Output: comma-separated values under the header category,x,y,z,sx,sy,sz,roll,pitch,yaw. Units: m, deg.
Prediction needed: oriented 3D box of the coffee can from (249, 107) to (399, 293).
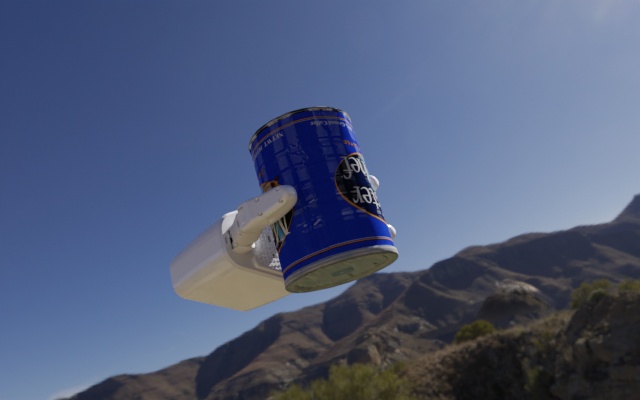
category,x,y,z,sx,sy,sz,roll,pitch,yaw
coffee can,0.000,0.001,0.437,0.103,0.140,0.103,-15,-20,-6
